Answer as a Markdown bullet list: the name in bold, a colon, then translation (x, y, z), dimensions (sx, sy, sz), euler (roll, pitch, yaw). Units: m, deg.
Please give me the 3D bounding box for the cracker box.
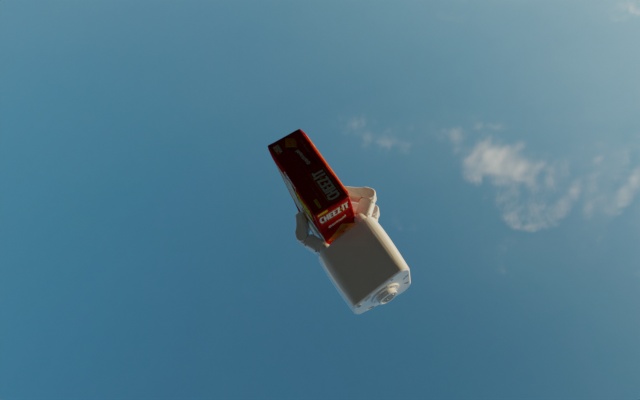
- **cracker box**: translation (0.000, 0.003, 0.830), dimensions (0.072, 0.164, 0.214), euler (-31, -32, -6)
